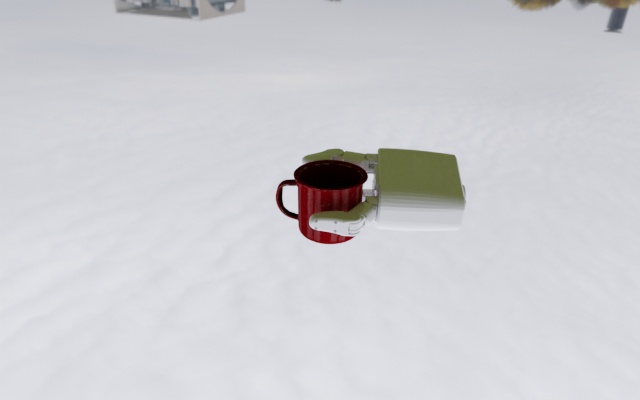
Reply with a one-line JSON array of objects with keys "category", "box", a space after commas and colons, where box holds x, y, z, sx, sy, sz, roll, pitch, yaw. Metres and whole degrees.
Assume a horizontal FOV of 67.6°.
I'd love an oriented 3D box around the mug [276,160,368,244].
[{"category": "mug", "box": [-0.001, 0.002, 0.613, 0.117, 0.081, 0.093, 3, 27, 4]}]
